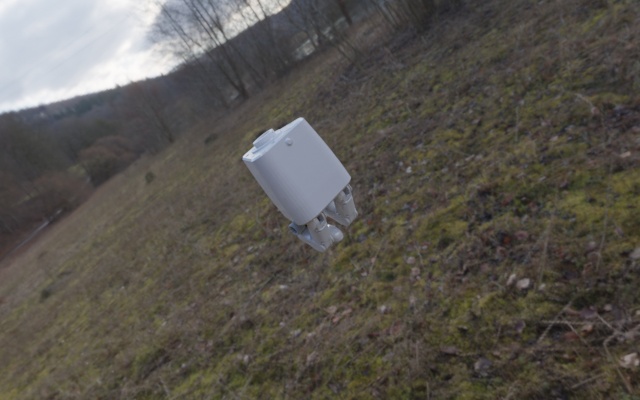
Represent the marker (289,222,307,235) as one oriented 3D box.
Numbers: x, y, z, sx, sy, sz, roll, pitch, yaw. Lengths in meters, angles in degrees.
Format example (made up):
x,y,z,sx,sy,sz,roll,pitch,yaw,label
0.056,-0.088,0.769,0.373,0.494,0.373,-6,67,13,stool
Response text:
x,y,z,sx,sy,sz,roll,pitch,yaw,label
0.000,0.002,0.680,0.121,0.020,0.020,-46,25,-26,marker
